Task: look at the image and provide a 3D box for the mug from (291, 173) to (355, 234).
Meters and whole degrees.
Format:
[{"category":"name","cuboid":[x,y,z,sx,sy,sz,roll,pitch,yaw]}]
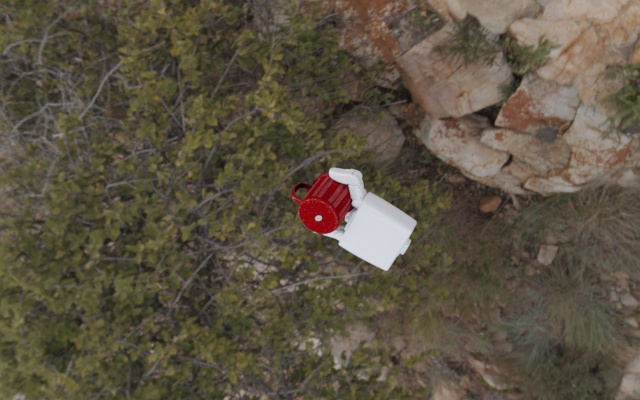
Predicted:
[{"category":"mug","cuboid":[-0.001,0.002,0.885,0.117,0.093,0.081,28,41,7]}]
